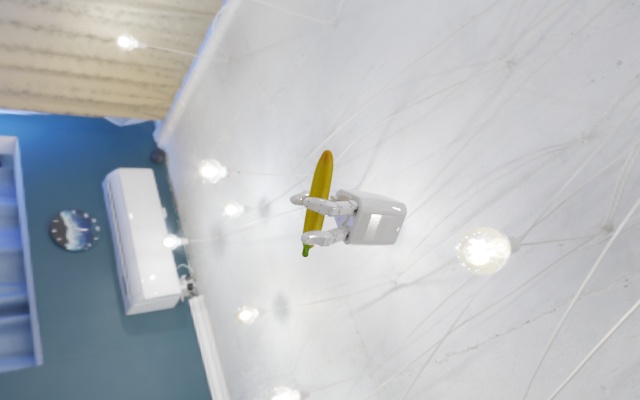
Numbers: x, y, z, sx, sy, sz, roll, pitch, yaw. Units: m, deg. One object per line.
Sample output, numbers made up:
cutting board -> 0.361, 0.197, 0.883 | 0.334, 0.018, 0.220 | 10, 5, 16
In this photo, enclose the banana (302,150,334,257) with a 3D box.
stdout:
banana -> -0.004, 0.004, 0.886 | 0.037, 0.198, 0.069 | 10, 4, -10
